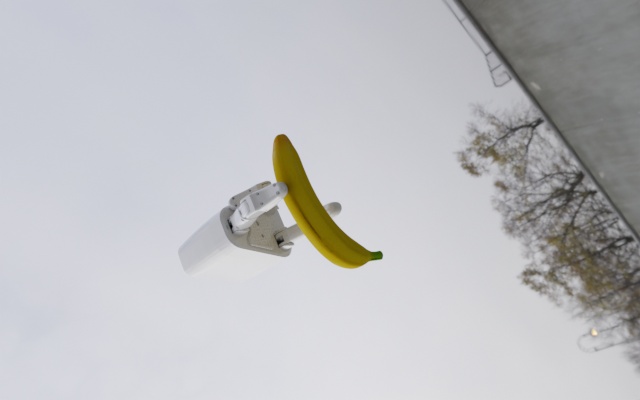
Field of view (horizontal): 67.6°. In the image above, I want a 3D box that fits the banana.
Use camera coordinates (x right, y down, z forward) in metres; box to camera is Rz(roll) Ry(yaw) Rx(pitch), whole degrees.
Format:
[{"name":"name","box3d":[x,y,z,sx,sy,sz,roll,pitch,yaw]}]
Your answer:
[{"name":"banana","box3d":[-0.005,0.012,0.561,0.037,0.198,0.069,-34,7,32]}]
